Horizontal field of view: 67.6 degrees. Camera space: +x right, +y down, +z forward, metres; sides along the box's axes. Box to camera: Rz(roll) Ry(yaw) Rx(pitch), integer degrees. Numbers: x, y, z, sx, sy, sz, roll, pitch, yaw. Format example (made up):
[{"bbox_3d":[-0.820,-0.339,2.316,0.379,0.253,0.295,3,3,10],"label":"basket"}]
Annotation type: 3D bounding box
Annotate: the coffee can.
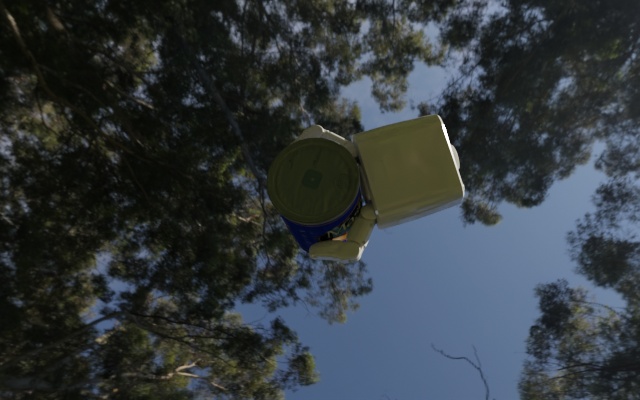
[{"bbox_3d":[0.000,0.002,0.581,0.103,0.102,0.140,0,-21,8],"label":"coffee can"}]
